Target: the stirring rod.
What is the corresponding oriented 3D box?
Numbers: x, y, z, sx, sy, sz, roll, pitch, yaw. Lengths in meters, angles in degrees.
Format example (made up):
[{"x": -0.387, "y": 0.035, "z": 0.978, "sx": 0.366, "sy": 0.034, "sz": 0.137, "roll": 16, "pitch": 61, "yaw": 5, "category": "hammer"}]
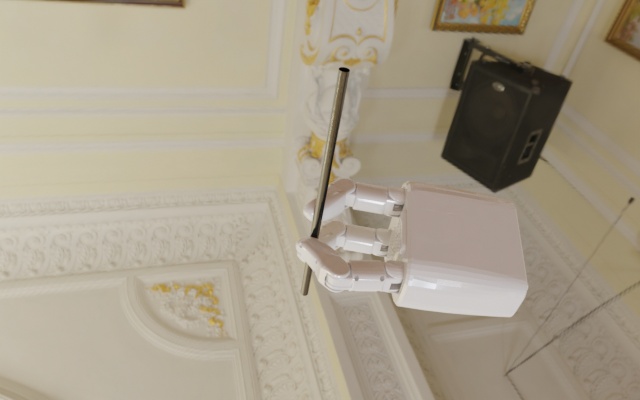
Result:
[{"x": 0.000, "y": 0.001, "z": 0.406, "sx": 0.011, "sy": 0.240, "sz": 0.011, "roll": 6, "pitch": 39, "yaw": -5, "category": "stirring rod"}]
